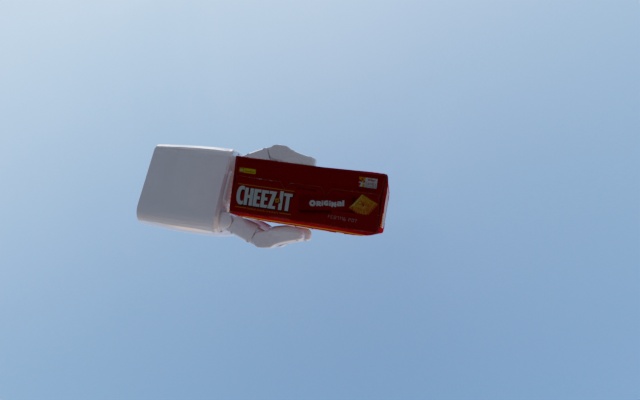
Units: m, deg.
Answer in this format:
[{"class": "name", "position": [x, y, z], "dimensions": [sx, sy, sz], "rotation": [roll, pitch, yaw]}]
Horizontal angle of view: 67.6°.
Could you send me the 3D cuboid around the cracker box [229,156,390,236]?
[{"class": "cracker box", "position": [0.000, 0.002, 0.595], "dimensions": [0.164, 0.072, 0.214], "rotation": [7, -2, 9]}]
